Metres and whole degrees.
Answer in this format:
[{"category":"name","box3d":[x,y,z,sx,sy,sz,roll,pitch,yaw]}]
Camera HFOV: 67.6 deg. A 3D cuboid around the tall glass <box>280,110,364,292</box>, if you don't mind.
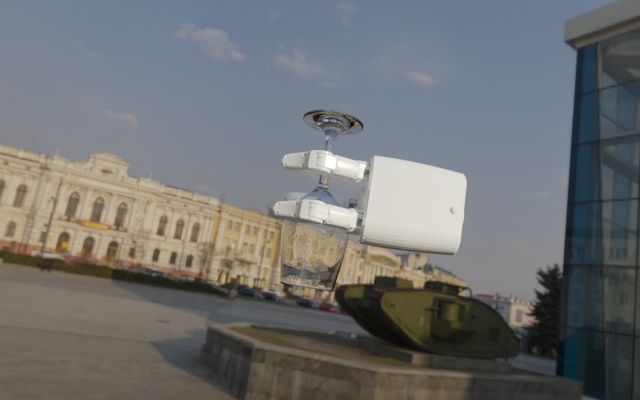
[{"category":"tall glass","box3d":[0.000,0.001,0.558,0.079,0.201,0.079,9,-11,2]}]
